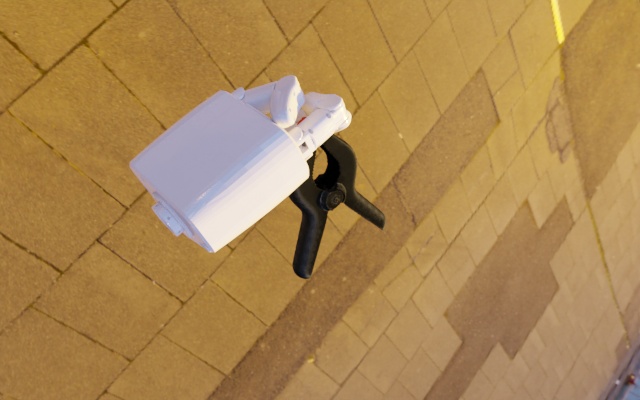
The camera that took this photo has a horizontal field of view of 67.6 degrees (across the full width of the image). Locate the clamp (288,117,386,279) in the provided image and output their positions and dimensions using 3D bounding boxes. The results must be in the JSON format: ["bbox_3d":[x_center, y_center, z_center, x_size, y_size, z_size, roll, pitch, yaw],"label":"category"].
[{"bbox_3d":[0.000,0.002,0.483,0.120,0.172,0.039,-42,39,-18],"label":"clamp"}]
